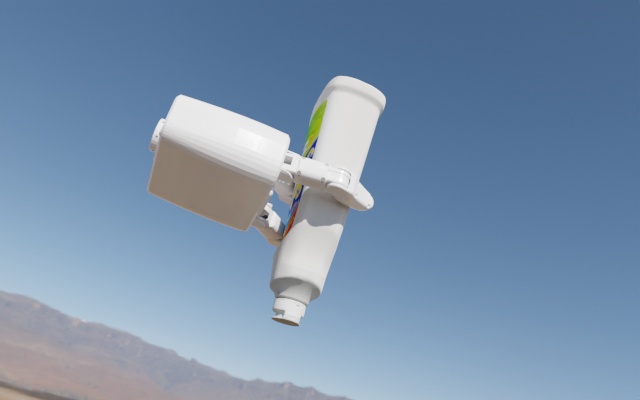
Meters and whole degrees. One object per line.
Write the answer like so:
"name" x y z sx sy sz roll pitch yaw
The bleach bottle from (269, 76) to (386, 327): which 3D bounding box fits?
"bleach bottle" 0.000 0.002 0.493 0.068 0.250 0.102 21 -24 -12
